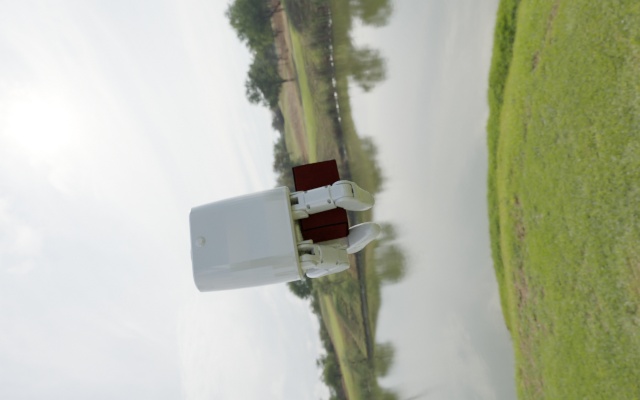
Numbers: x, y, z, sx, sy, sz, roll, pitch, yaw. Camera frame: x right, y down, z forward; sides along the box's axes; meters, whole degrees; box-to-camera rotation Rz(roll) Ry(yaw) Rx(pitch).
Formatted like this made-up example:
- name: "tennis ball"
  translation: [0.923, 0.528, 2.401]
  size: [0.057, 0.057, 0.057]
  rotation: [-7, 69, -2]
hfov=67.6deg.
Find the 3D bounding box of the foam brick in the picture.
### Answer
- name: "foam brick"
  translation: [0.000, 0.002, 0.534]
  size: [0.051, 0.078, 0.053]
  rotation: [-10, -22, 1]
